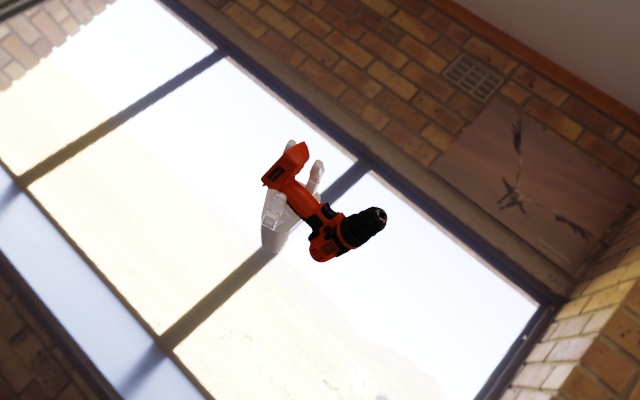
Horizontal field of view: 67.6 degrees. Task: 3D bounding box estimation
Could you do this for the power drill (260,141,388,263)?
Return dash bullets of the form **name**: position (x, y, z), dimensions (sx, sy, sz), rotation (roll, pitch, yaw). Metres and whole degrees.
- **power drill**: position (0.000, 0.002, 0.753), dimensions (0.057, 0.187, 0.184), rotation (-37, 0, -42)
